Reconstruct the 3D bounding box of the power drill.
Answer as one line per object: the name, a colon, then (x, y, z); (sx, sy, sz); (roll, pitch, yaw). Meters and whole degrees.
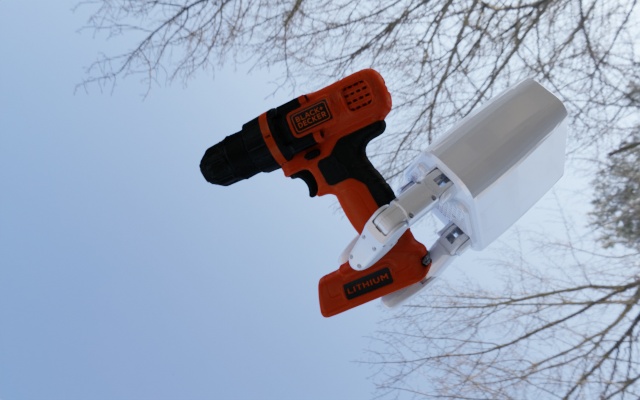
power drill: (0.001, 0.002, 0.420); (0.184, 0.187, 0.057); (-24, -1, 15)
